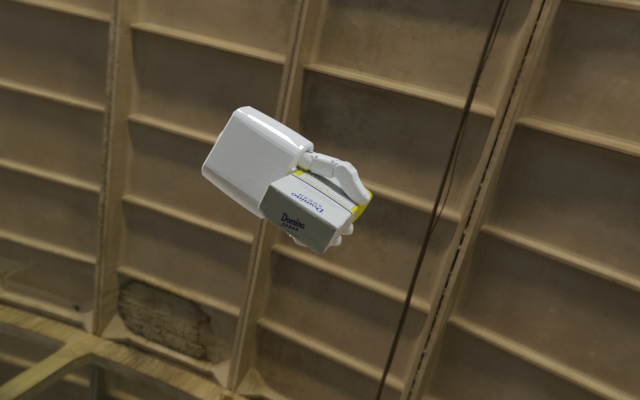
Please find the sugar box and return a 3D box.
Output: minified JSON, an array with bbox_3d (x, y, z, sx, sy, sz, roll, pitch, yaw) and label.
[{"bbox_3d":[0.000,0.002,0.603,0.093,0.048,0.176,33,24,10],"label":"sugar box"}]
